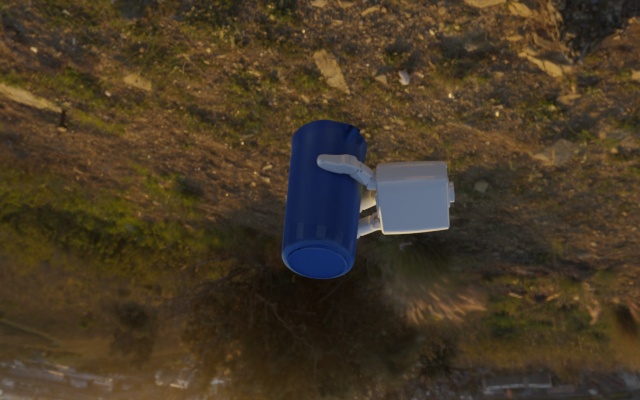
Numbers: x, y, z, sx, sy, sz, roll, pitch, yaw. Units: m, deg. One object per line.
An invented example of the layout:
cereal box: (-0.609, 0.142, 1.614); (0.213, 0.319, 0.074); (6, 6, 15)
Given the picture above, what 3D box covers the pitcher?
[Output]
pitcher: (0.000, 0.002, 0.774); (0.145, 0.242, 0.149); (-3, -39, 12)
